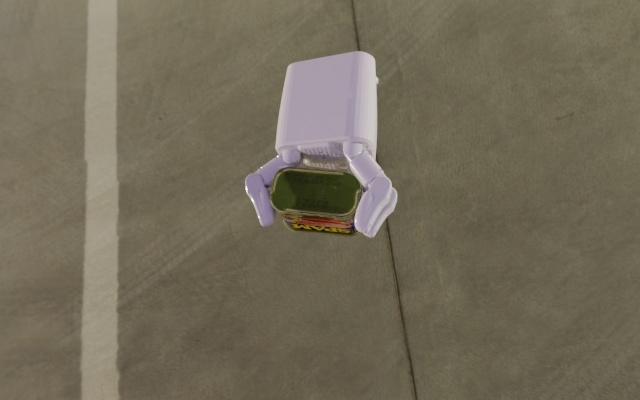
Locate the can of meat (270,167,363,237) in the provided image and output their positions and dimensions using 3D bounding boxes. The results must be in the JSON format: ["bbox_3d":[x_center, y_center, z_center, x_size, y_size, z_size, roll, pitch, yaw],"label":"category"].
[{"bbox_3d":[0.000,0.002,0.536,0.102,0.057,0.084,5,-15,10],"label":"can of meat"}]
